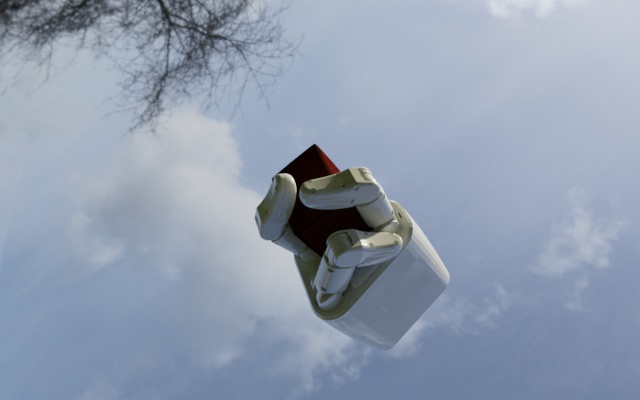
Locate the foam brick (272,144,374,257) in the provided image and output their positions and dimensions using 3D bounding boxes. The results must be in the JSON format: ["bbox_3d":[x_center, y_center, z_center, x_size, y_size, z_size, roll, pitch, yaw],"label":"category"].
[{"bbox_3d":[0.000,0.001,0.414,0.053,0.078,0.051,-36,-45,11],"label":"foam brick"}]
